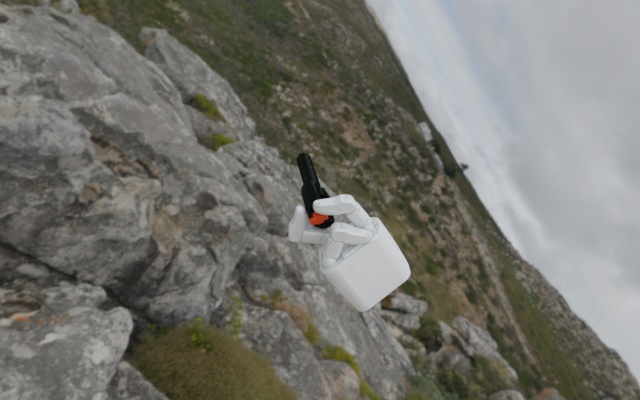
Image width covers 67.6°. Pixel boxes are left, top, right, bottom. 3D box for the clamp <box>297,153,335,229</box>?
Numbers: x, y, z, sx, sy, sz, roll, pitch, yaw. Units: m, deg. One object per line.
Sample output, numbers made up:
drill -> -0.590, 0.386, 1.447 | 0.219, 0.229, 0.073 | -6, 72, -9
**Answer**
clamp -> 0.001, 0.002, 0.779 | 0.039, 0.120, 0.171 | -31, 29, 15
